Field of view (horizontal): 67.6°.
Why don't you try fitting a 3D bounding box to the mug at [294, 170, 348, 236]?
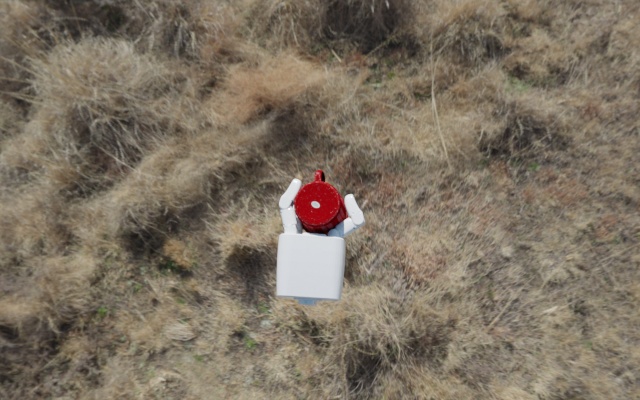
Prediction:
[{"bbox_3d":[0.000,0.001,0.843,0.093,0.117,0.081,0,-14,9],"label":"mug"}]
